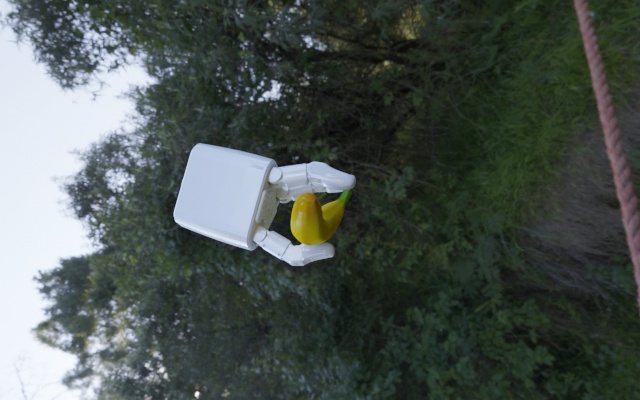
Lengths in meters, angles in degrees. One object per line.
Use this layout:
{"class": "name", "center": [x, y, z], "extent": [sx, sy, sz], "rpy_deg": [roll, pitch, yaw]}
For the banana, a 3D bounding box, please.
{"class": "banana", "center": [-0.004, 0.019, 0.548], "extent": [0.037, 0.069, 0.198], "rpy_deg": [17, 7, 11]}
